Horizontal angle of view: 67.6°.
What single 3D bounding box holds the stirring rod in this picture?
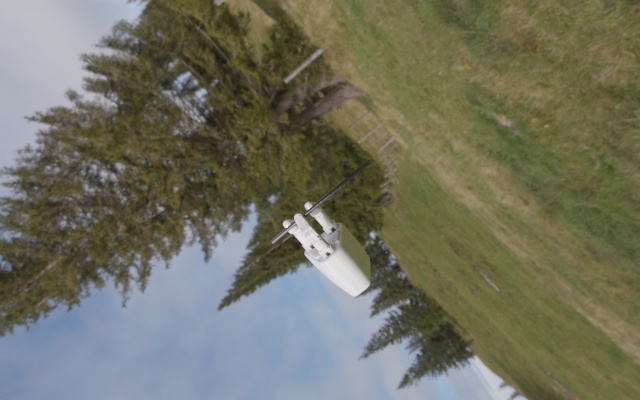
[{"bbox_3d":[0.000,0.003,0.898,0.239,0.011,0.011,-40,-4,5],"label":"stirring rod"}]
